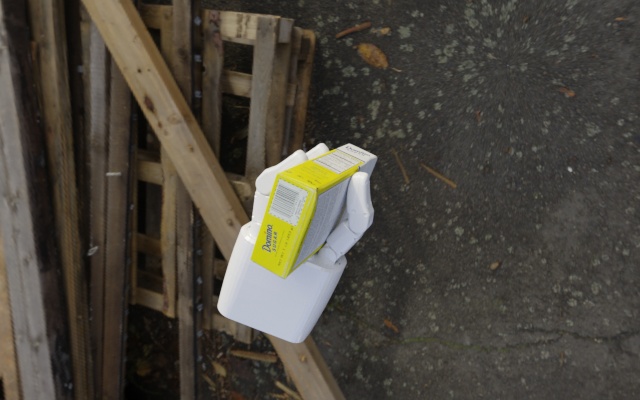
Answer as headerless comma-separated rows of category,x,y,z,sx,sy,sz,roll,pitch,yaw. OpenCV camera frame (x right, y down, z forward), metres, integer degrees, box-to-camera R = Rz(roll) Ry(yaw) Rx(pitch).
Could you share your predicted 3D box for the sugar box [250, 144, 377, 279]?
sugar box,0.000,0.002,0.489,0.048,0.093,0.176,26,23,13
